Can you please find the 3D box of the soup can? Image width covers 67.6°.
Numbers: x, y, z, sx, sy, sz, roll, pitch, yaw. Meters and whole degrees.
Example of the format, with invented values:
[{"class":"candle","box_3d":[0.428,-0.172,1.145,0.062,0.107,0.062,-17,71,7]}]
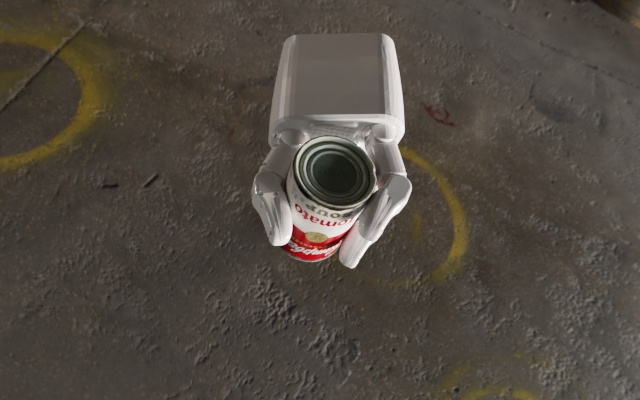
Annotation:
[{"class":"soup can","box_3d":[0.000,0.002,0.401,0.068,0.068,0.102,0,-29,-16]}]
